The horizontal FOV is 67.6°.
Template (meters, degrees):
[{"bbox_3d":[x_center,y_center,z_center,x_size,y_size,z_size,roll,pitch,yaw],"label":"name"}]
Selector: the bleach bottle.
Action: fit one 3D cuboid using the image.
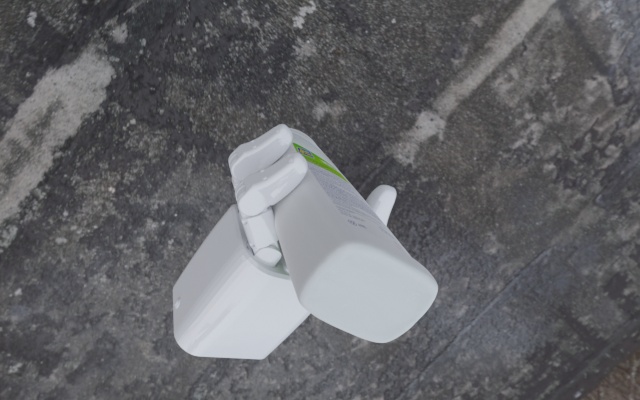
[{"bbox_3d":[0.000,0.001,0.415,0.102,0.068,0.250,31,17,-30],"label":"bleach bottle"}]
